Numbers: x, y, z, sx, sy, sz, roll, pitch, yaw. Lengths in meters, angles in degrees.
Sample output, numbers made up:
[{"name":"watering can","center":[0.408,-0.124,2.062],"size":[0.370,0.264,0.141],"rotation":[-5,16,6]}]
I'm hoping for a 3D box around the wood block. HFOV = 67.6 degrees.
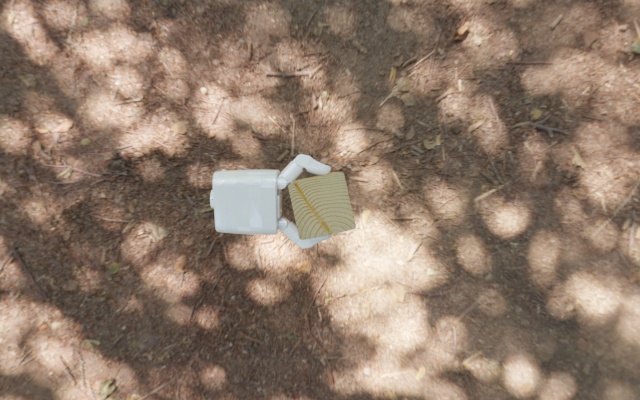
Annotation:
[{"name":"wood block","center":[0.000,0.003,0.823],"size":[0.090,0.091,0.206],"rotation":[-12,4,0]}]
